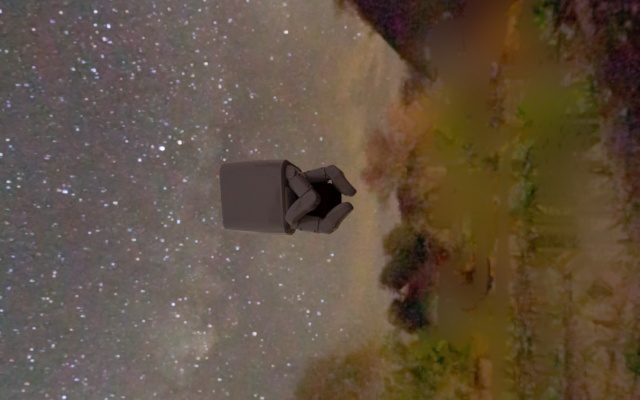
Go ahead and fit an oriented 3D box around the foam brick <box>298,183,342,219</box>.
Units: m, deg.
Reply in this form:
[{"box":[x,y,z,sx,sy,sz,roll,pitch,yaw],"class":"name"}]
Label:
[{"box":[0.000,0.003,0.754,0.051,0.053,0.078,0,-8,16],"class":"foam brick"}]
